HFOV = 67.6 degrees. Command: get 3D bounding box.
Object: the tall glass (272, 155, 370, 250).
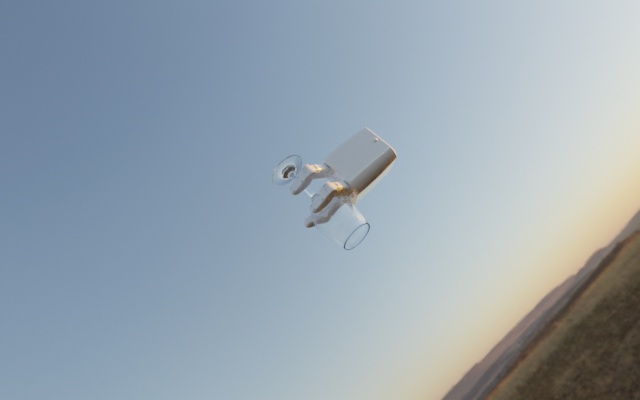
[{"bbox_3d":[0.000,0.003,0.878,0.201,0.079,0.079,44,23,27],"label":"tall glass"}]
